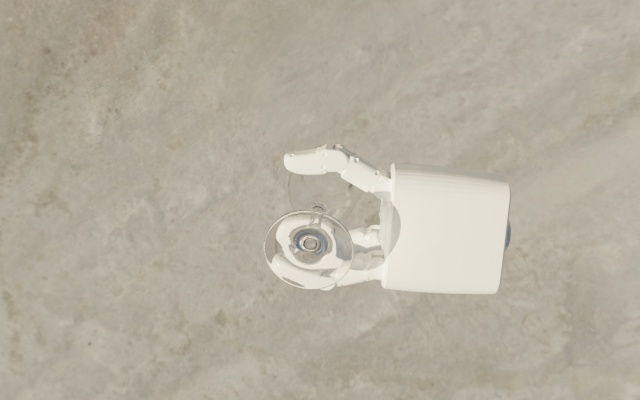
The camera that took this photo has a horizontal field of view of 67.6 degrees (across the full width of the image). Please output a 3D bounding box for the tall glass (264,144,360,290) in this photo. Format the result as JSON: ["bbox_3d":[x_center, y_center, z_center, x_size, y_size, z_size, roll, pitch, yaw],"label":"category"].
[{"bbox_3d":[0.000,0.002,0.476,0.079,0.079,0.201,0,24,6],"label":"tall glass"}]
